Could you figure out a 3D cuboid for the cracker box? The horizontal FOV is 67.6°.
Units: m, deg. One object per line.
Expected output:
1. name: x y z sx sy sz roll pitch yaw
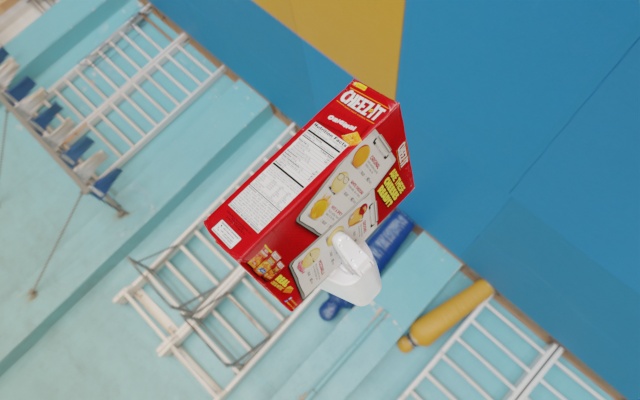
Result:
1. cracker box: 0.000 0.002 0.515 0.072 0.213 0.164 39 -12 30
